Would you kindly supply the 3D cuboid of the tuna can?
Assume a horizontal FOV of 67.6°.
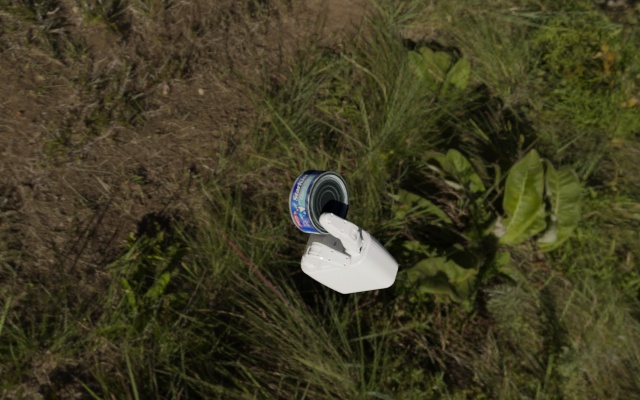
[{"bbox_3d":[0.000,0.002,0.634,0.034,0.086,0.086,5,3,42],"label":"tuna can"}]
